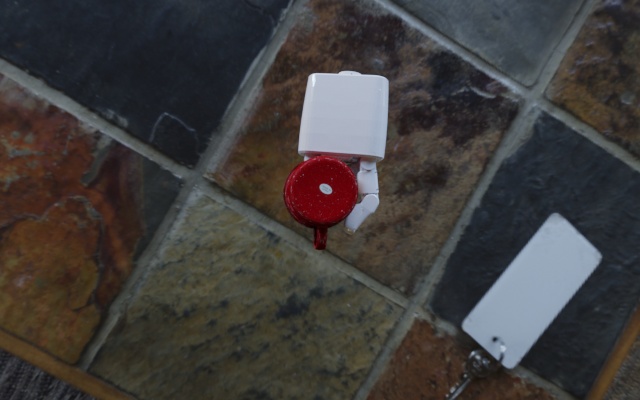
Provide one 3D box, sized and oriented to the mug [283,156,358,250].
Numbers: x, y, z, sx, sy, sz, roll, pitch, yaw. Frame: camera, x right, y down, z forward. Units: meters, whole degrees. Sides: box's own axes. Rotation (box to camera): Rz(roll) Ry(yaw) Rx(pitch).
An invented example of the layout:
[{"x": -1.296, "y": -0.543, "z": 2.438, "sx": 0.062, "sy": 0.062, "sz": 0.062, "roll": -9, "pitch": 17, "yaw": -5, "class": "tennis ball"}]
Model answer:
[{"x": 0.000, "y": 0.003, "z": 0.581, "sx": 0.093, "sy": 0.117, "sz": 0.081, "roll": 4, "pitch": -2, "yaw": -4, "class": "mug"}]
